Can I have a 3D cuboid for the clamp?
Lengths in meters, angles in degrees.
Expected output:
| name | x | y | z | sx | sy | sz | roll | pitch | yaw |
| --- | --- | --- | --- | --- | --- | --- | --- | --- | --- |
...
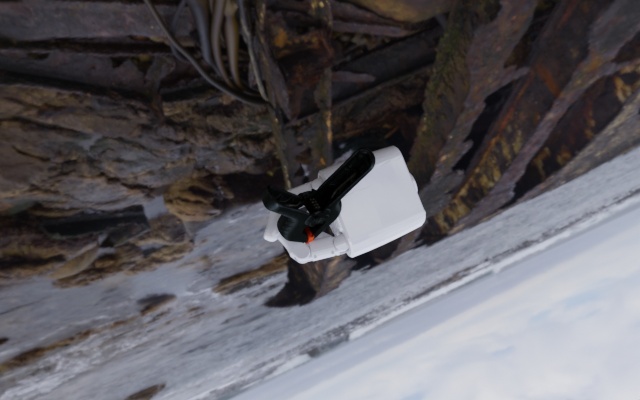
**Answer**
| name | x | y | z | sx | sy | sz | roll | pitch | yaw |
| --- | --- | --- | --- | --- | --- | --- | --- | --- | --- |
| clamp | 0.000 | 0.002 | 0.522 | 0.120 | 0.039 | 0.171 | -21 | -17 | -7 |
